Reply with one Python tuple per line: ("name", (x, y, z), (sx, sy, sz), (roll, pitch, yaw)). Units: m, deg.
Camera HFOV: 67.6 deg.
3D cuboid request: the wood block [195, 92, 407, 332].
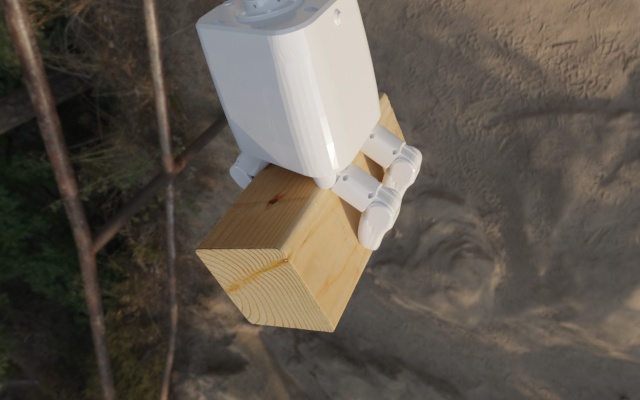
("wood block", (0.000, 0.001, 0.422), (0.091, 0.090, 0.206), (-5, 37, 37))
